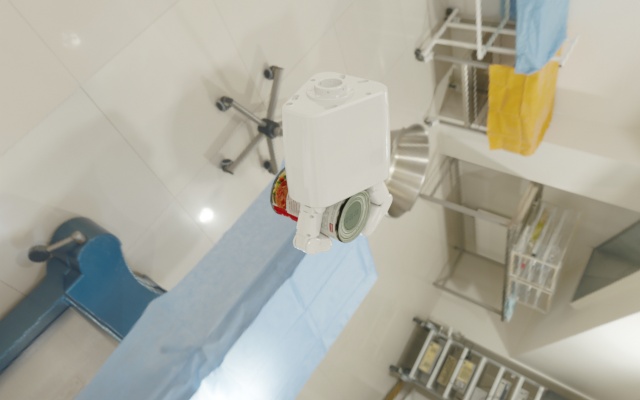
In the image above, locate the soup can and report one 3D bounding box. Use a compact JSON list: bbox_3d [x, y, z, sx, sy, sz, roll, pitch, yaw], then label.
[{"bbox_3d":[0.000,0.002,0.567,0.102,0.068,0.068,22,12,32],"label":"soup can"}]
